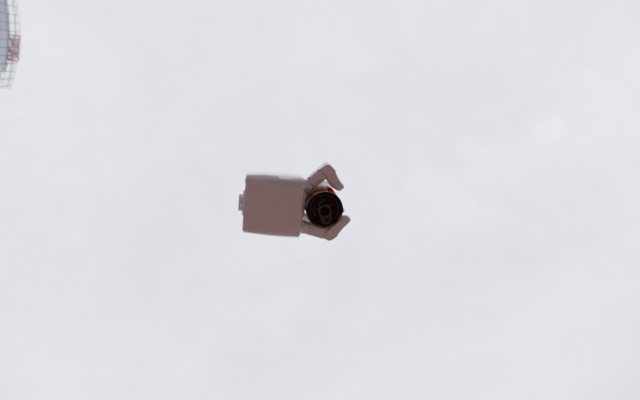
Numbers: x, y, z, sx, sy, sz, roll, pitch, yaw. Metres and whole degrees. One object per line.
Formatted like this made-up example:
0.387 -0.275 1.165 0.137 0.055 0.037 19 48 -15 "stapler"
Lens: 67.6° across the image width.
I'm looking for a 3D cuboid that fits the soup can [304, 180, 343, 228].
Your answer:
0.001 0.003 0.895 0.068 0.068 0.102 0 16 -9 "soup can"
